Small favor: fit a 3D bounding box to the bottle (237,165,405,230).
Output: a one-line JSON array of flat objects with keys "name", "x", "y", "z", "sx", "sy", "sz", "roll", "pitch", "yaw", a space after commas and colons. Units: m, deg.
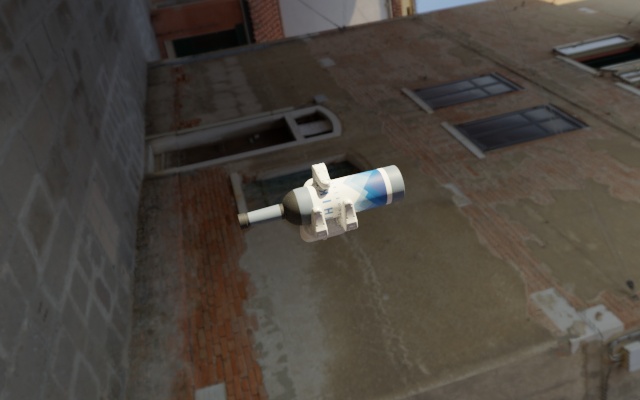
[{"name": "bottle", "x": 0.000, "y": 0.003, "z": 0.850, "sx": 0.295, "sy": 0.069, "sz": 0.069, "roll": -14, "pitch": 2, "yaw": -9}]
